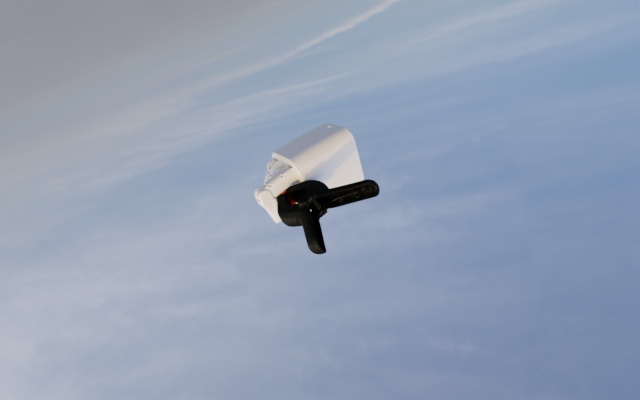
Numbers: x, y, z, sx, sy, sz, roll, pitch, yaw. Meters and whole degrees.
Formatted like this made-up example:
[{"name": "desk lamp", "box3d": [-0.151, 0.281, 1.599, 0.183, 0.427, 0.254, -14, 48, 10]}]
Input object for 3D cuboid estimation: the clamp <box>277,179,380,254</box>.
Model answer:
[{"name": "clamp", "box3d": [0.000, 0.003, 0.643, 0.120, 0.039, 0.171, -36, 31, -14]}]
